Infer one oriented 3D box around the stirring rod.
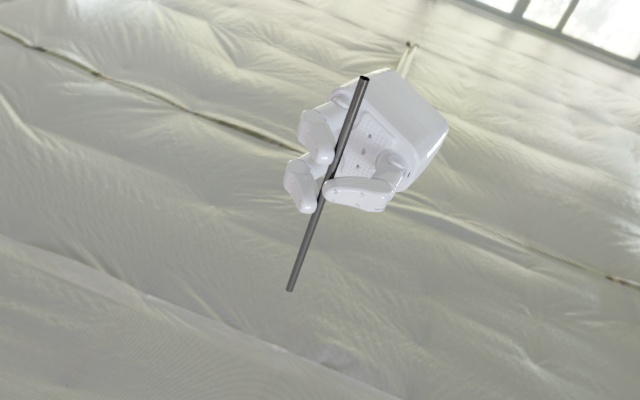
[{"bbox_3d":[0.000,0.001,0.420,0.011,0.240,0.011,12,38,-10],"label":"stirring rod"}]
